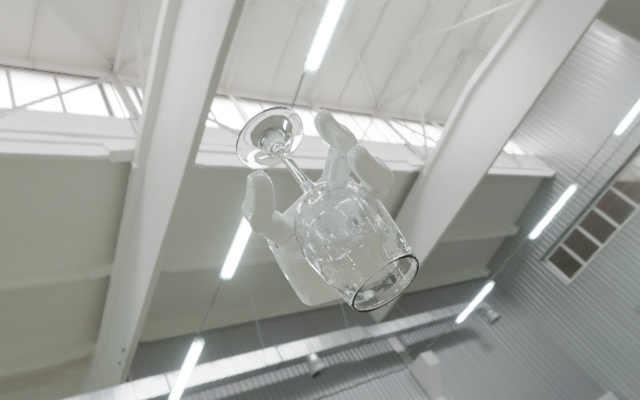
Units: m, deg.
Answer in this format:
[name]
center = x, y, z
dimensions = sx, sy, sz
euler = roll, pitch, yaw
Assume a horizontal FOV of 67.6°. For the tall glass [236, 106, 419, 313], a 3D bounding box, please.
[tall glass]
center = 0.000, 0.001, 0.418
dimensions = 0.079, 0.079, 0.201
euler = 0, 39, -40
